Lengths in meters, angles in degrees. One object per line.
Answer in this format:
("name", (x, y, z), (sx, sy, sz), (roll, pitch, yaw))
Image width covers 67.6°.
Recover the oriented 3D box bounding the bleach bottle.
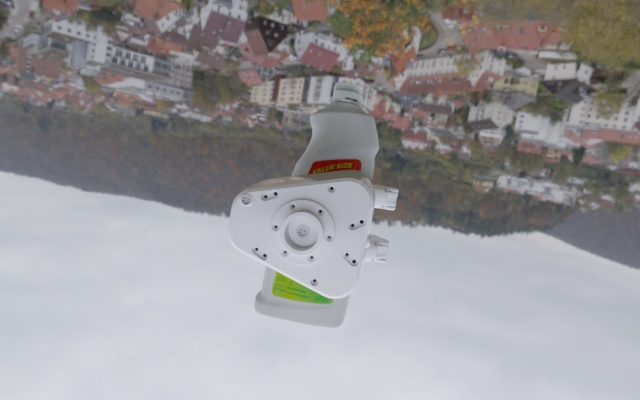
("bleach bottle", (0.000, 0.002, 0.508), (0.102, 0.251, 0.068), (10, 5, 4))
